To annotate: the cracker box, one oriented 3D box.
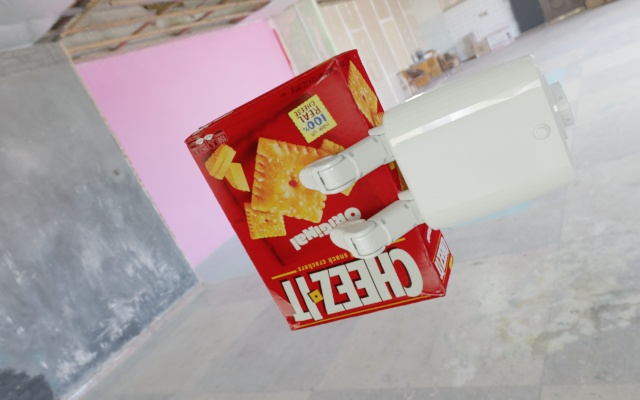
[{"bbox_3d":[0.000,0.001,0.429,0.164,0.214,0.072,-20,14,27],"label":"cracker box"}]
